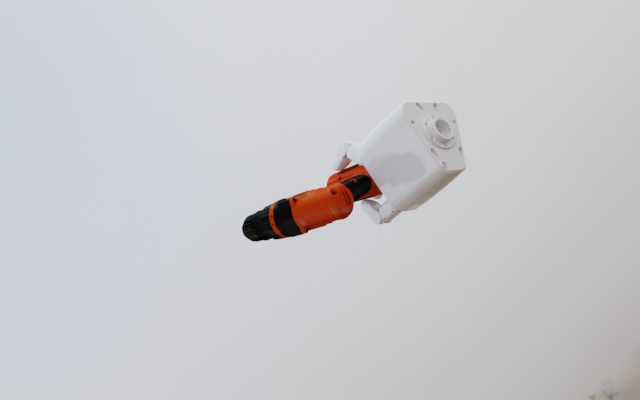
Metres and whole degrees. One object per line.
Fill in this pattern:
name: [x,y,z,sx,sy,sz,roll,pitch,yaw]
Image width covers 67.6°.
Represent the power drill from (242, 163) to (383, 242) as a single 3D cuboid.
power drill: [0.001,0.002,0.683,0.184,0.057,0.187,-16,9,37]
